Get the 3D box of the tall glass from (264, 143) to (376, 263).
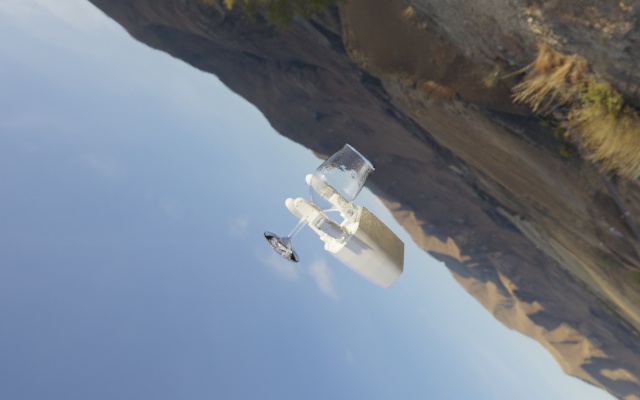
[{"bbox_3d":[0.000,0.003,0.768,0.079,0.201,0.079,39,9,-8],"label":"tall glass"}]
